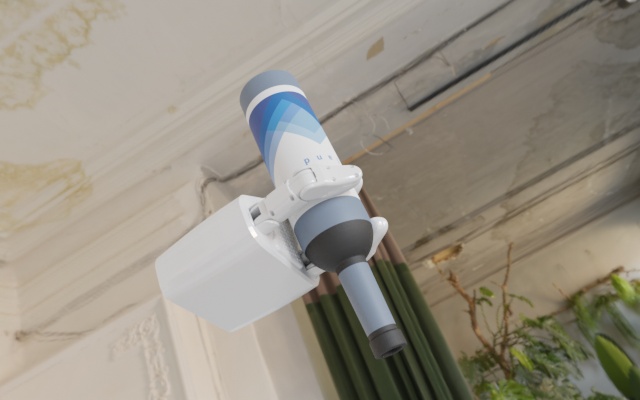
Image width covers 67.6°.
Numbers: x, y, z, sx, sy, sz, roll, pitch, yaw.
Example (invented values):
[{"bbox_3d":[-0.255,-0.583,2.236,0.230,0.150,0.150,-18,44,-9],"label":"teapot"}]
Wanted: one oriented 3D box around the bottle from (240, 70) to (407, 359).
[{"bbox_3d":[0.000,0.001,0.441,0.069,0.295,0.069,-19,-30,-11],"label":"bottle"}]
